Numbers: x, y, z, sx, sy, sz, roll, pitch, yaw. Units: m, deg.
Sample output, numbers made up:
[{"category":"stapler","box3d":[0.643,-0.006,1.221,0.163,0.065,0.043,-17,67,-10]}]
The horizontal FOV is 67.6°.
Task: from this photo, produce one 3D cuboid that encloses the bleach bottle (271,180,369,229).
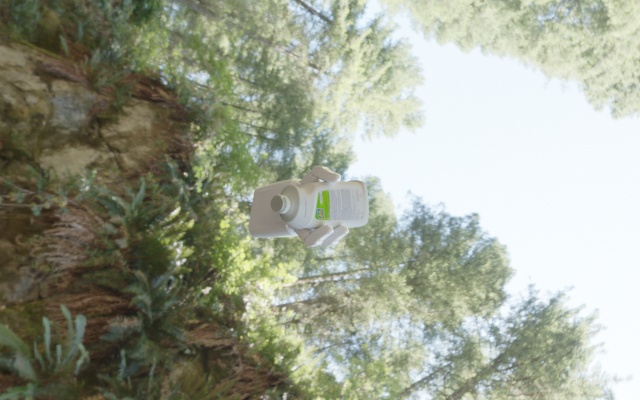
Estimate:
[{"category":"bleach bottle","box3d":[0.000,0.003,0.899,0.068,0.102,0.251,-9,-8,35]}]
